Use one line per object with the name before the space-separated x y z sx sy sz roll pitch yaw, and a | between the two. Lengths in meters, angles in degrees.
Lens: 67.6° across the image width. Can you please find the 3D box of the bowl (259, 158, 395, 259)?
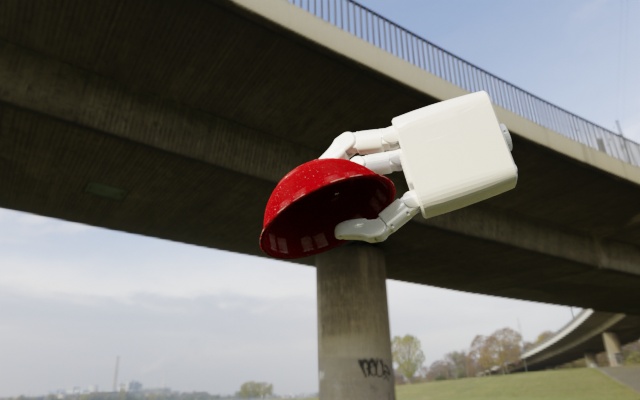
bowl | -0.001 0.002 0.538 0.162 0.055 0.162 -20 -27 -11
